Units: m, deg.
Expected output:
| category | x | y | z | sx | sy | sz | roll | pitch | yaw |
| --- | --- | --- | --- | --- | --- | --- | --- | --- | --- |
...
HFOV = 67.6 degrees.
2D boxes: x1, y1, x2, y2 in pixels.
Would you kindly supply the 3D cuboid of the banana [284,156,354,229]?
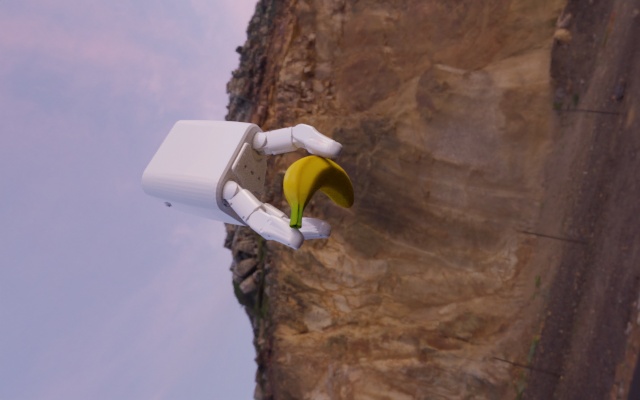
| category | x | y | z | sx | sy | sz | roll | pitch | yaw |
| --- | --- | --- | --- | --- | --- | --- | --- | --- | --- |
| banana | 0.000 | -0.016 | 0.542 | 0.037 | 0.069 | 0.198 | 5 | 8 | 20 |
